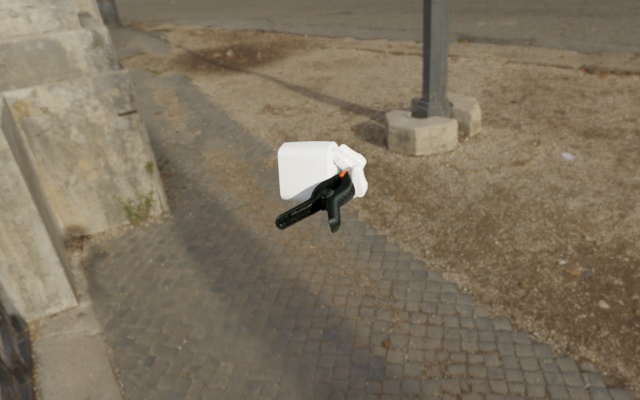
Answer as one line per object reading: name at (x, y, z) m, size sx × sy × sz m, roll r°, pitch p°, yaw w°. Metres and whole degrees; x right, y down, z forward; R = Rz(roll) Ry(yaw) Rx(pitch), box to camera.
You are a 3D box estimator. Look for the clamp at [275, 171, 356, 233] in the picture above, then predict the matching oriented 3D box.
clamp at (0.000, 0.002, 0.821) m, size 0.120 × 0.039 × 0.171 m, roll 2°, pitch 30°, yaw 23°
